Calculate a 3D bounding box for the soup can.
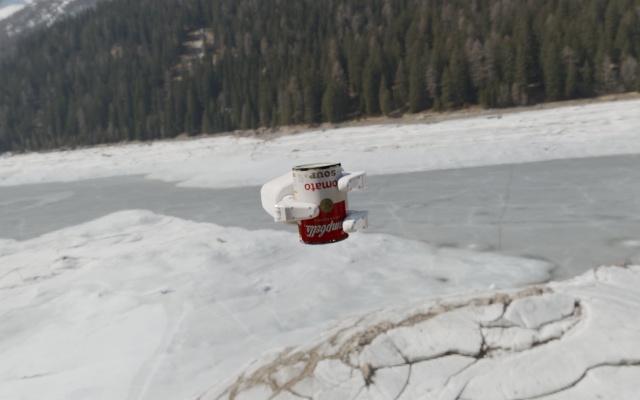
[{"bbox_3d":[0.000,0.002,0.642,0.068,0.102,0.068,-6,9,1],"label":"soup can"}]
